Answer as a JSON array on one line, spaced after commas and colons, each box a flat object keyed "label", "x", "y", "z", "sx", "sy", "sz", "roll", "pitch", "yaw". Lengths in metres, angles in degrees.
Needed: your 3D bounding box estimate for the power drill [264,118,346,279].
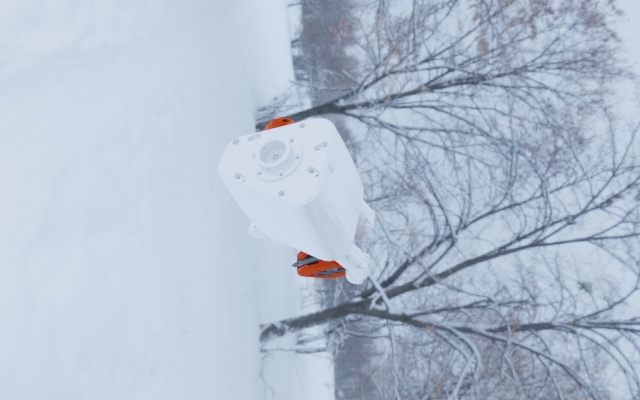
[{"label": "power drill", "x": 0.000, "y": 0.002, "z": 0.603, "sx": 0.057, "sy": 0.187, "sz": 0.184, "roll": -21, "pitch": -17, "yaw": 21}]
